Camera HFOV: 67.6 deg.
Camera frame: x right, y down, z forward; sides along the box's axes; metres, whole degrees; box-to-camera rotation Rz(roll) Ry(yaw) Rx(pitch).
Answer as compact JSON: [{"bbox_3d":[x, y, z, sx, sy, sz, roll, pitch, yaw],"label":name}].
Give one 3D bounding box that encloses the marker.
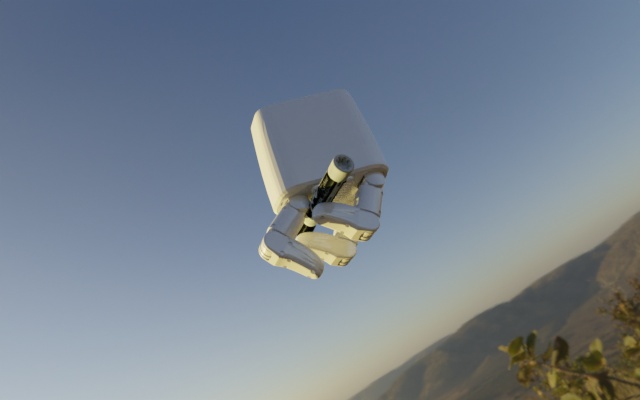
[{"bbox_3d":[0.000,0.001,0.438,0.020,0.020,0.121,0,-33,-22],"label":"marker"}]
